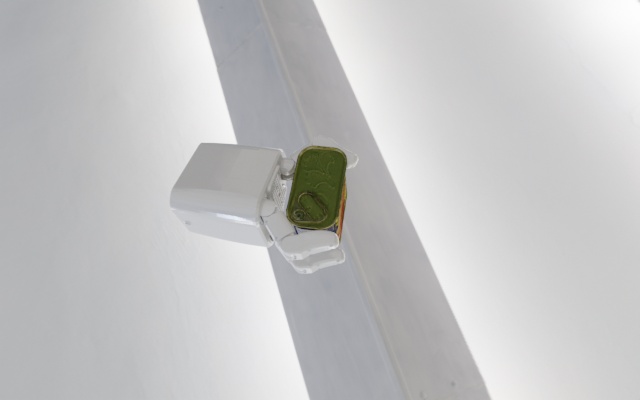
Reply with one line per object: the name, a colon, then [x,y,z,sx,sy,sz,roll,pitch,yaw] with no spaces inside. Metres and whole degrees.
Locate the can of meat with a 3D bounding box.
can of meat: [0.000,0.002,0.558,0.057,0.102,0.084,6,-26,9]
